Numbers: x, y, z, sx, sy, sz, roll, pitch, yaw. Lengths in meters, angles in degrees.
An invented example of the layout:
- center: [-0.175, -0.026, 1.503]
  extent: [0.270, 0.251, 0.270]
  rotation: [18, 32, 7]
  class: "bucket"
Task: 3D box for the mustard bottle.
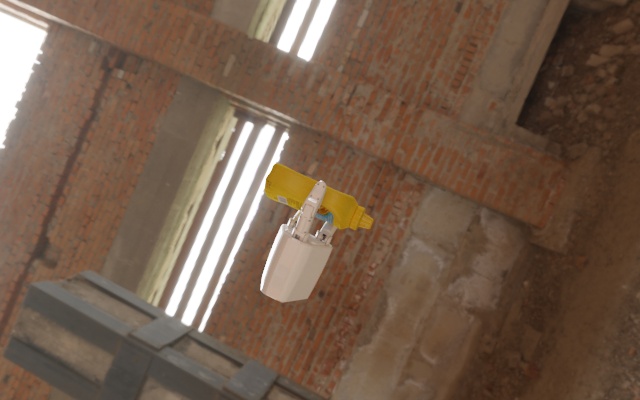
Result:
- center: [0.000, 0.002, 0.822]
  extent: [0.191, 0.058, 0.096]
  rotation: [24, -19, 9]
  class: "mustard bottle"
